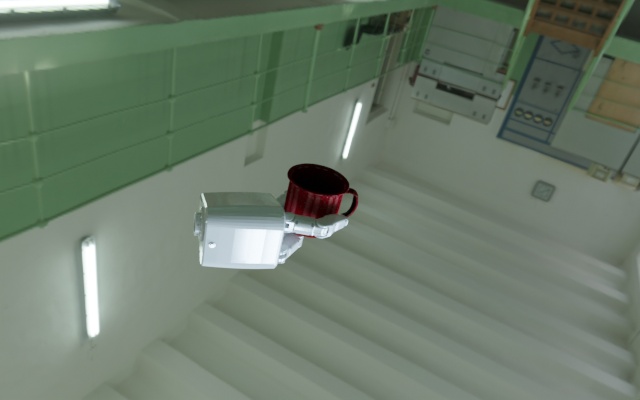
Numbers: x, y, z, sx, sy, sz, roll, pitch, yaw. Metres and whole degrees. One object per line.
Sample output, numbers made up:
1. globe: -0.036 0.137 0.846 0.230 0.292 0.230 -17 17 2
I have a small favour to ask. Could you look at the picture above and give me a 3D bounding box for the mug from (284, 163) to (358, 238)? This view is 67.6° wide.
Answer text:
1. mug: 0.001 0.003 0.722 0.117 0.081 0.093 3 32 -19
